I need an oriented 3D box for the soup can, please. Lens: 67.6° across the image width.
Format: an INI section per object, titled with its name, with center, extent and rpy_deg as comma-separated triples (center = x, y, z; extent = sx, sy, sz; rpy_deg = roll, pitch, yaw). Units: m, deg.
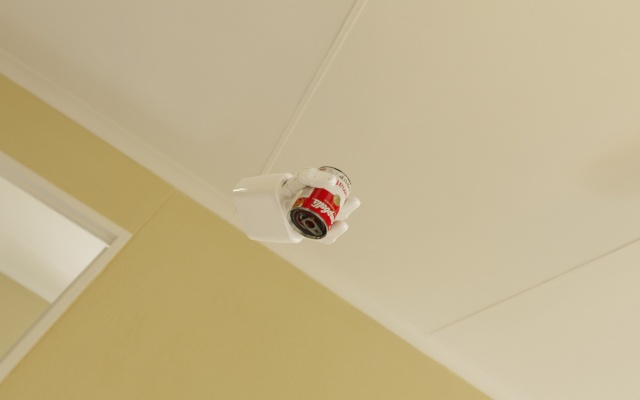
[soup can]
center = 0.001, 0.002, 0.756
extent = 0.068, 0.068, 0.102
rpy_deg = 0, 42, 34
